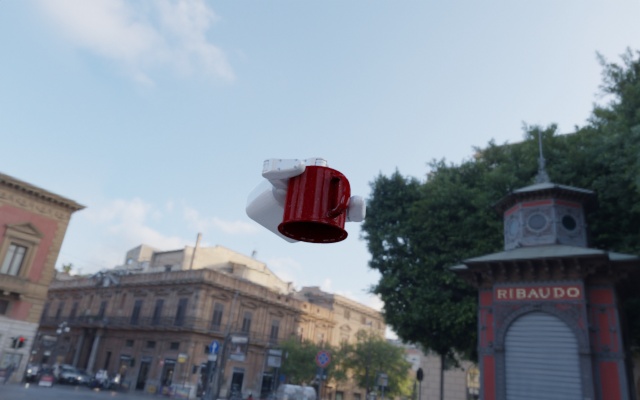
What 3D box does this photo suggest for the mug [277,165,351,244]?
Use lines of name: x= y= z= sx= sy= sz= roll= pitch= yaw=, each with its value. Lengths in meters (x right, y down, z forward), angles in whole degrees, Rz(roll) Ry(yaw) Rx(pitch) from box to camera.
mug: x=0.001 y=0.001 z=0.626 sx=0.093 sy=0.081 sz=0.117 roll=18 pitch=-25 yaw=-27
